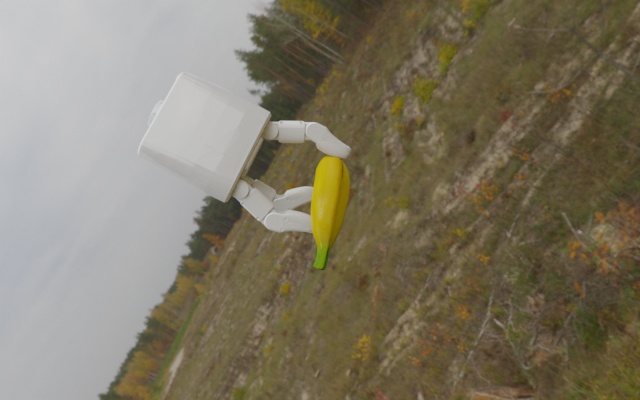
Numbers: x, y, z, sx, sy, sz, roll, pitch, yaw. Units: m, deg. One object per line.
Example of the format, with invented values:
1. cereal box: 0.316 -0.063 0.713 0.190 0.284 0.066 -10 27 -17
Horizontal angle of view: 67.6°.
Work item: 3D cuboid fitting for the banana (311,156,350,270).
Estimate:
1. banana: 0.007 -0.011 0.527 0.037 0.070 0.197 23 30 -8
